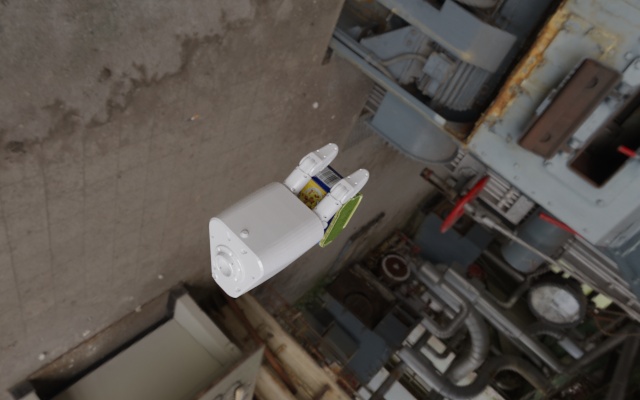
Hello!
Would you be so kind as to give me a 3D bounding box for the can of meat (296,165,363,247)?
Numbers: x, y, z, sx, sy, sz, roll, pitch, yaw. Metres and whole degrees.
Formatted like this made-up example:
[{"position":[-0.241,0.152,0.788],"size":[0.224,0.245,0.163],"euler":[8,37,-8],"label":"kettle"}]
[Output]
[{"position":[0.000,0.002,0.660],"size":[0.084,0.102,0.057],"euler":[42,42,17],"label":"can of meat"}]
